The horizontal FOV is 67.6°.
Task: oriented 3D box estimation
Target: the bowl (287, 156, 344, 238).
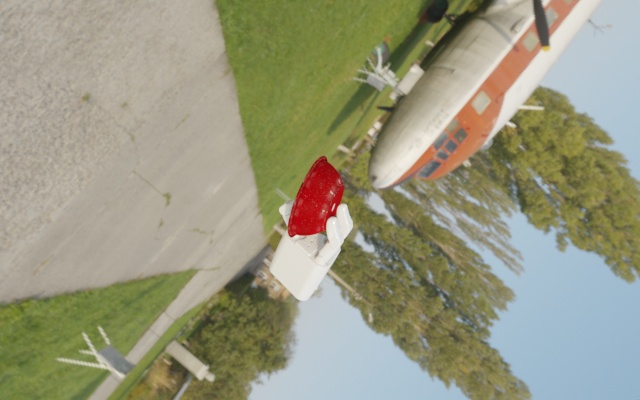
[{"bbox_3d":[0.001,0.002,0.867,0.055,0.162,0.162,23,5,12],"label":"bowl"}]
